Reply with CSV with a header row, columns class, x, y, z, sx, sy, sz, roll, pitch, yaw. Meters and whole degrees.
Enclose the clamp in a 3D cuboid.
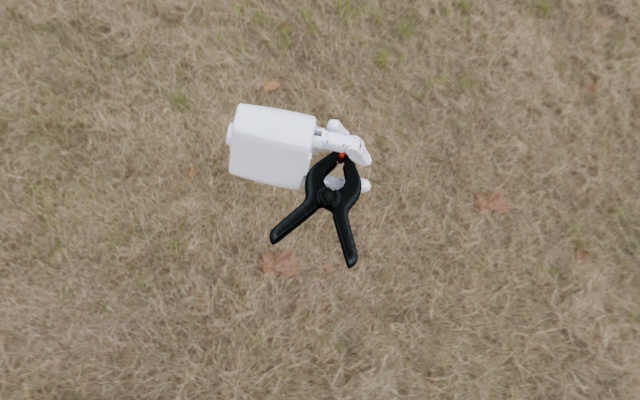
class,x,y,z,sx,sy,sz,roll,pitch,yaw
clamp,0.000,0.002,0.657,0.120,0.171,0.039,11,-23,-6
